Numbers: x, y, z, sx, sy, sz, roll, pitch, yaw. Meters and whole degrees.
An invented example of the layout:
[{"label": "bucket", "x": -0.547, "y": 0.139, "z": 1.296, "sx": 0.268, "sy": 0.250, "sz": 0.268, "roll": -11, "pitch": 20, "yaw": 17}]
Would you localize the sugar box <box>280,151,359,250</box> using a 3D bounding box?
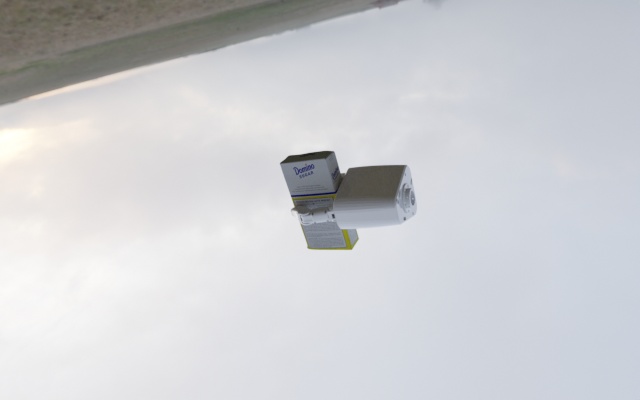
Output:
[{"label": "sugar box", "x": 0.001, "y": 0.003, "z": 0.835, "sx": 0.093, "sy": 0.176, "sz": 0.048, "roll": -3, "pitch": 24, "yaw": 28}]
